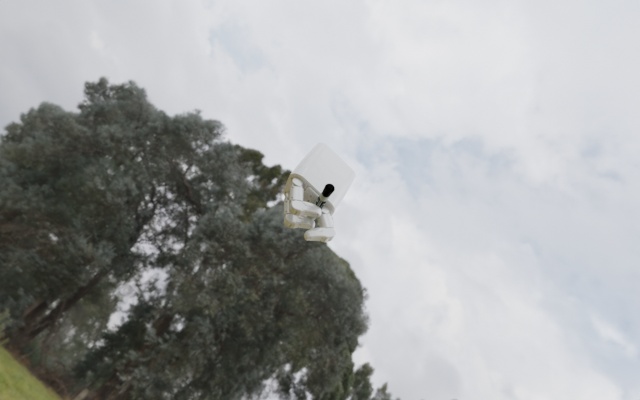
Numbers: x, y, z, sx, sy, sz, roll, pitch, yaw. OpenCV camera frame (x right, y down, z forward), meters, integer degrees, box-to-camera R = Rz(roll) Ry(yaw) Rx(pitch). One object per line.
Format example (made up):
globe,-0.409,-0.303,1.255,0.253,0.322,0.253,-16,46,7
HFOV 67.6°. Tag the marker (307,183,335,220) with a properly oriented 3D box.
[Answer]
marker,0.000,0.003,0.894,0.020,0.020,0.121,0,-28,-20
